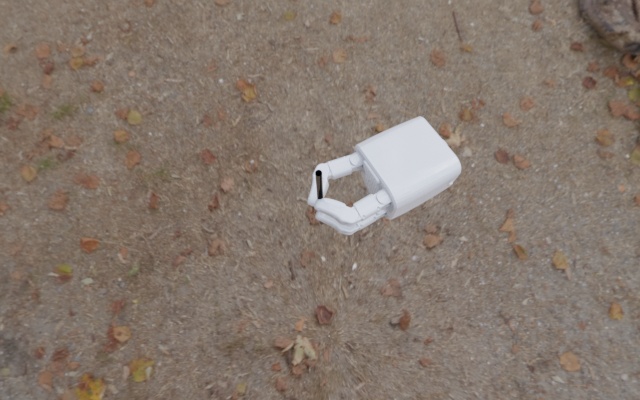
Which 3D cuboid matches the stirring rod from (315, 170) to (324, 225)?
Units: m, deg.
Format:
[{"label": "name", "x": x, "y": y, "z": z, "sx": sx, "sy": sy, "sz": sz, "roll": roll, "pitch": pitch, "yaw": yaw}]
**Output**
[{"label": "stirring rod", "x": 0.000, "y": 0.002, "z": 0.649, "sx": 0.011, "sy": 0.011, "sz": 0.239, "roll": 0, "pitch": -16, "yaw": 1}]
